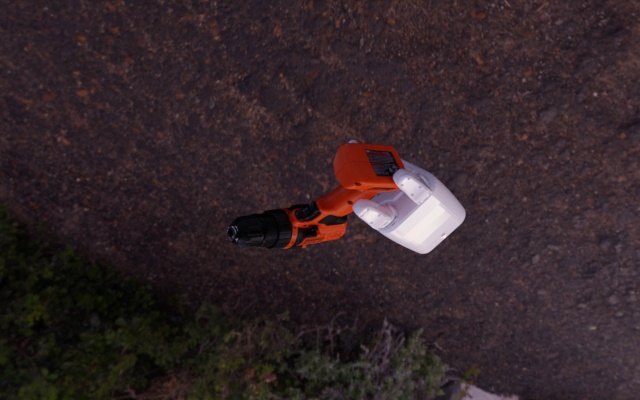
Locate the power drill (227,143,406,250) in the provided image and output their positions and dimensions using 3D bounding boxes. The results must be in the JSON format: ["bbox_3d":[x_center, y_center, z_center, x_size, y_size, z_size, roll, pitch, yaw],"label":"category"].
[{"bbox_3d":[0.001,0.002,0.582,0.184,0.057,0.188,-5,-24,-44],"label":"power drill"}]
